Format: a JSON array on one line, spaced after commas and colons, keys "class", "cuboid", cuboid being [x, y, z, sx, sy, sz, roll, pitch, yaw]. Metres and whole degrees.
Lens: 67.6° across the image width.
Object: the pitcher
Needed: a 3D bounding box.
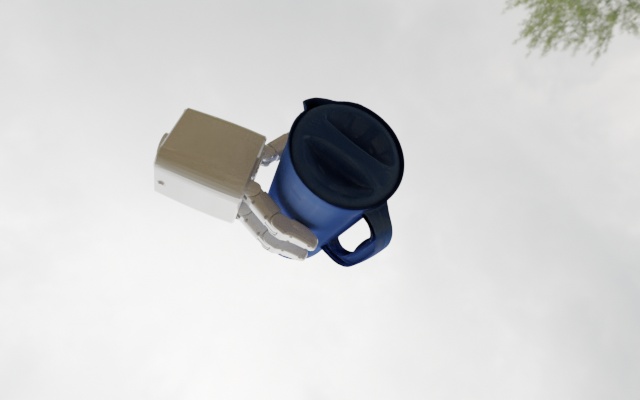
[{"class": "pitcher", "cuboid": [0.000, 0.002, 0.604, 0.145, 0.149, 0.243, 21, -28, -9]}]
